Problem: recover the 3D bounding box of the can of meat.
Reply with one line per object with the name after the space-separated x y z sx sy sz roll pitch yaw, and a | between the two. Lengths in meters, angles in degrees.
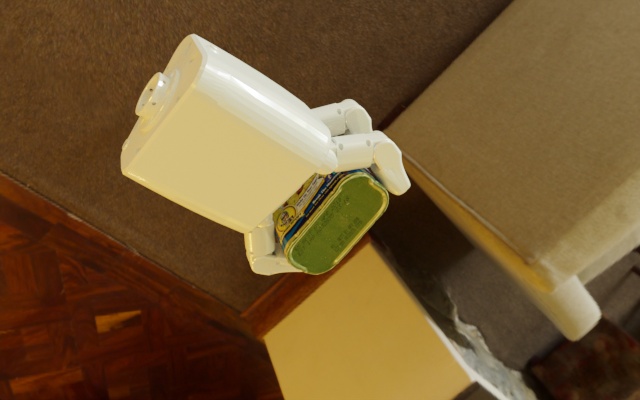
0.000 0.002 0.411 0.057 0.102 0.084 32 14 -34 | can of meat
